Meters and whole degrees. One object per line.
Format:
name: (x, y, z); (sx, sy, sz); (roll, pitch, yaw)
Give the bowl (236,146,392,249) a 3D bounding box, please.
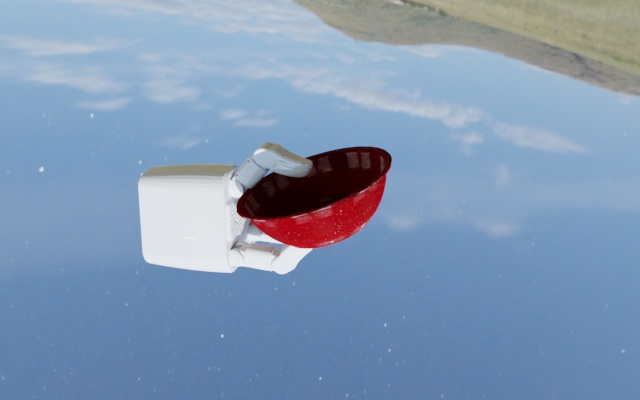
bowl: (0.001, 0.002, 0.482); (0.162, 0.055, 0.162); (-17, 21, 7)
